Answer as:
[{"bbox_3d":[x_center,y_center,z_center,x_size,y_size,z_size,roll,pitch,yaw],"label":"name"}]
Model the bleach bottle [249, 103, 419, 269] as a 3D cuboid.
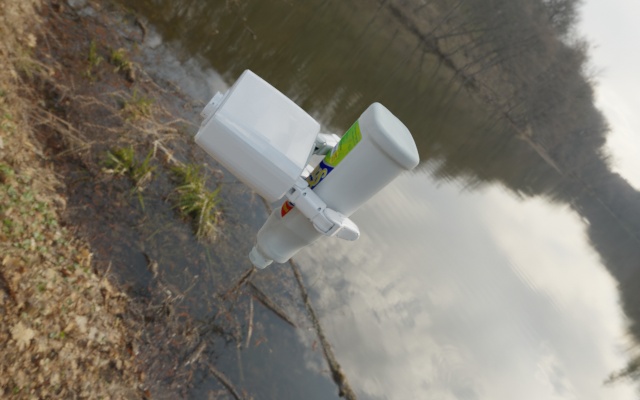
[{"bbox_3d":[0.000,0.002,0.566,0.068,0.251,0.102,38,25,-18],"label":"bleach bottle"}]
